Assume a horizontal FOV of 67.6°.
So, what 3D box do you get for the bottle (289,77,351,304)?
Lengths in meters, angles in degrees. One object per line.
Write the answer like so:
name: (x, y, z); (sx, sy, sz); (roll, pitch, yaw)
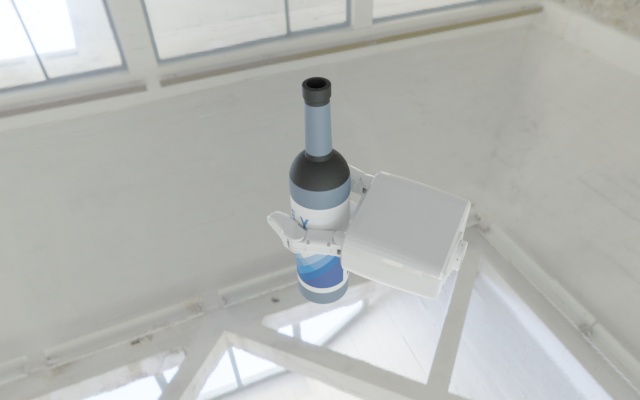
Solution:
bottle: (0.000, 0.002, 0.537); (0.069, 0.296, 0.069); (-1, 42, 1)
